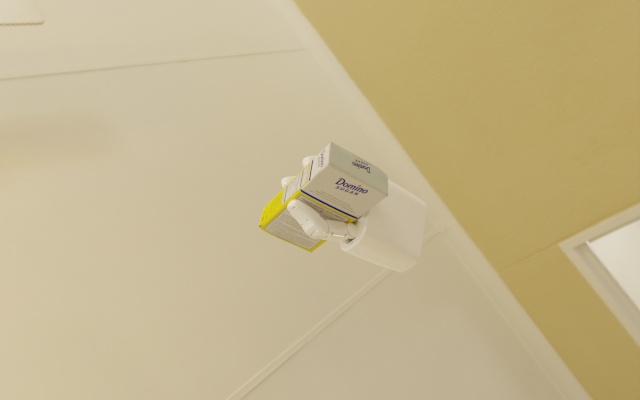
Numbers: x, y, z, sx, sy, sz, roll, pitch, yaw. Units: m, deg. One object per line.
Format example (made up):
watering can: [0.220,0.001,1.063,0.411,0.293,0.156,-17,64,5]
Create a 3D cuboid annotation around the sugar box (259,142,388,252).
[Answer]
sugar box: [0.000,0.002,0.641,0.093,0.048,0.176,27,-45,-23]
